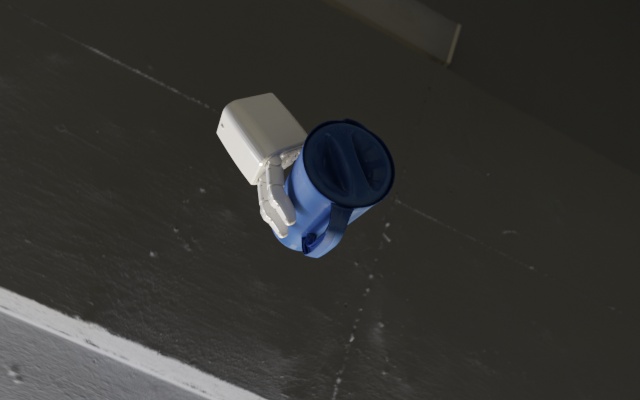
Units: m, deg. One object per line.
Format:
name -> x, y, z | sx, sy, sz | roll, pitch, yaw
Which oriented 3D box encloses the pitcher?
pitcher -> 0.000, 0.002, 0.728 | 0.149, 0.145, 0.243 | -31, -10, -29
